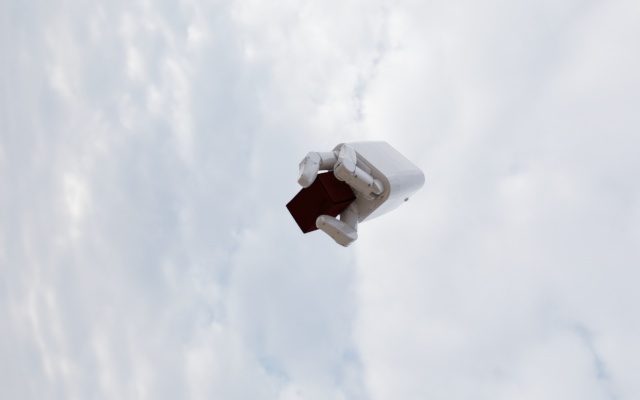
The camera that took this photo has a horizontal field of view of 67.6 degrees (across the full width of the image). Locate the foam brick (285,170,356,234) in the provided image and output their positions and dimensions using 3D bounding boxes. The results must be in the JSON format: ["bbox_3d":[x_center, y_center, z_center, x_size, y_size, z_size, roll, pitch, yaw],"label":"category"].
[{"bbox_3d":[0.000,0.002,0.669,0.051,0.053,0.078,-15,-22,-48],"label":"foam brick"}]
